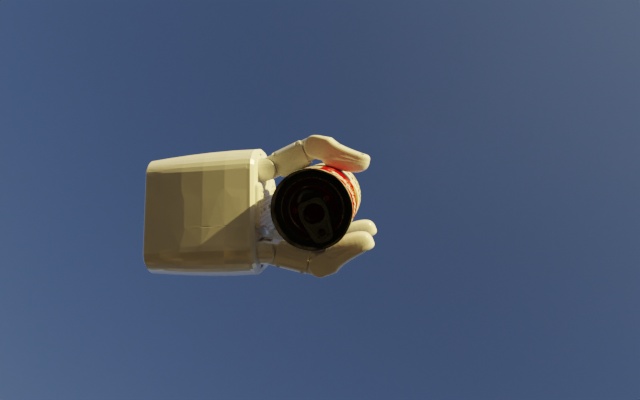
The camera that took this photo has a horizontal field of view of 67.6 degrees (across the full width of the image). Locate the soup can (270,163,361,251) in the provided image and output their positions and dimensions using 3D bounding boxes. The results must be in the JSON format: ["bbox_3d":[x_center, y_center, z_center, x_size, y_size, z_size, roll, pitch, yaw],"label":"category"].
[{"bbox_3d":[0.001,0.001,0.433,0.068,0.068,0.102,0,7,9],"label":"soup can"}]
